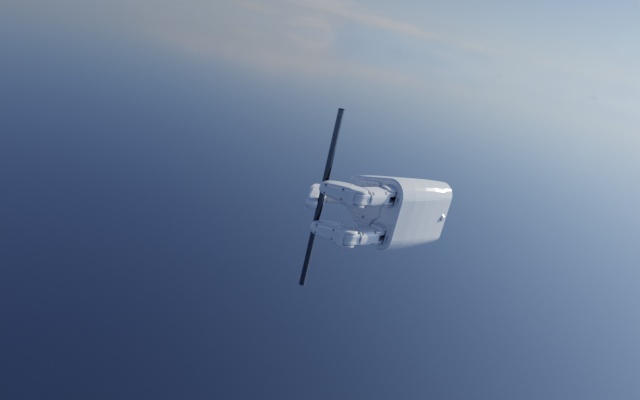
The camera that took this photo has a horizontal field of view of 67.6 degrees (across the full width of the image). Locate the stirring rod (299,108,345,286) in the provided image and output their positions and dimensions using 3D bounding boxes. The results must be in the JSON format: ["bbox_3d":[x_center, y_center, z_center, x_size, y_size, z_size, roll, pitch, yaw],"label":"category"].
[{"bbox_3d":[0.000,0.002,0.608,0.011,0.240,0.011,11,19,-4],"label":"stirring rod"}]
